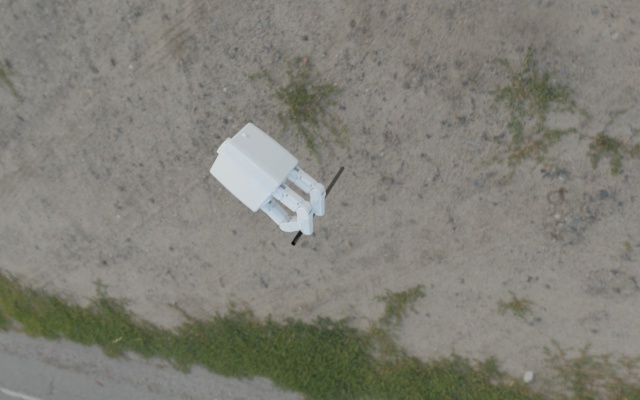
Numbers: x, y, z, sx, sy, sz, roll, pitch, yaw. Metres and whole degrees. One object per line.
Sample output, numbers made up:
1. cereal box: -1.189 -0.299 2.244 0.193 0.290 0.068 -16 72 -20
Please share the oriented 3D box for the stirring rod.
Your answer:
1. stirring rod: 0.000 0.003 0.860 0.011 0.011 0.239 0 34 26
